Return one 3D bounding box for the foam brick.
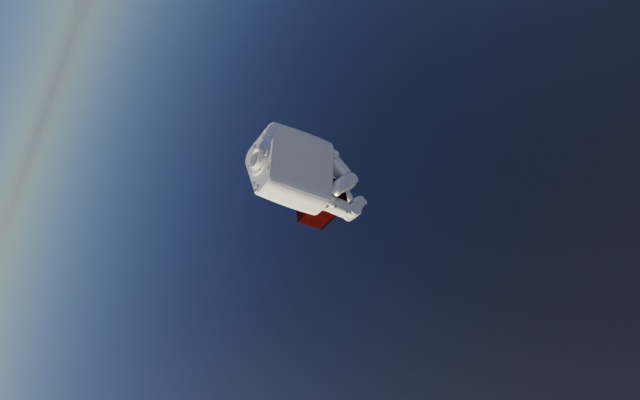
[{"bbox_3d":[0.000,0.003,0.785,0.051,0.053,0.078,17,-44,-32],"label":"foam brick"}]
